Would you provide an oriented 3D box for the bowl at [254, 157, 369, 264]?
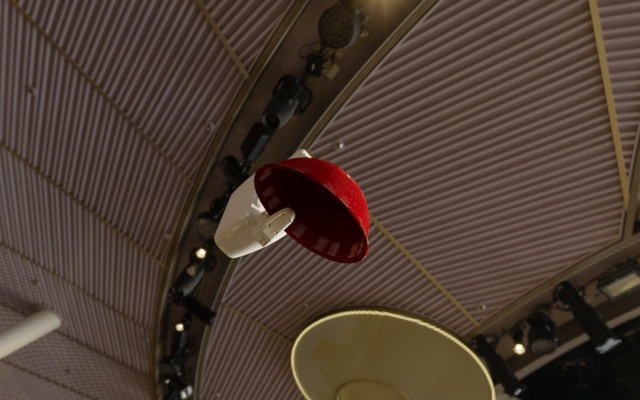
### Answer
[{"bbox_3d":[0.001,0.002,0.570,0.162,0.162,0.055,0,43,50],"label":"bowl"}]
